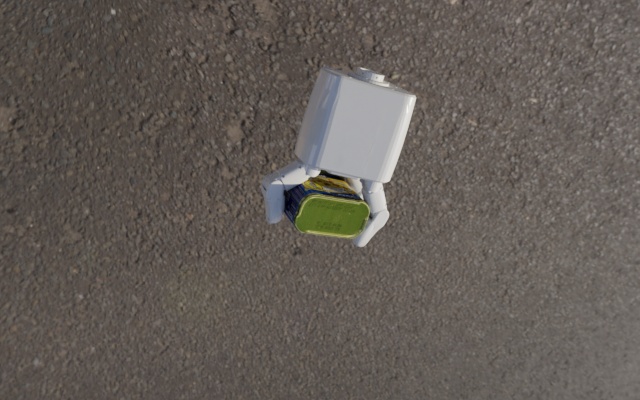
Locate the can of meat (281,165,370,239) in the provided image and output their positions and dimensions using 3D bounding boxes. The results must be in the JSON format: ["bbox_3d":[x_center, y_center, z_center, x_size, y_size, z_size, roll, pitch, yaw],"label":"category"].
[{"bbox_3d":[0.000,0.002,0.593,0.102,0.057,0.084,8,22,-29],"label":"can of meat"}]
